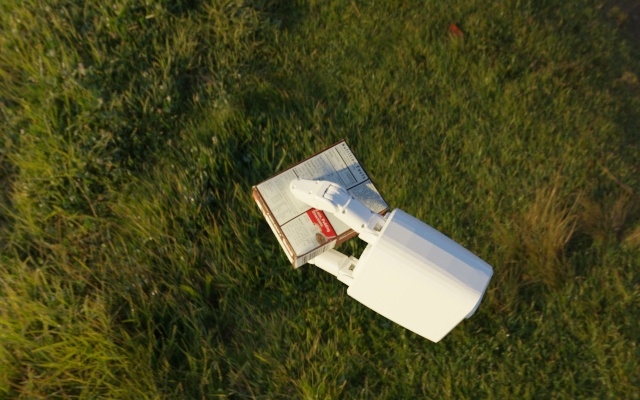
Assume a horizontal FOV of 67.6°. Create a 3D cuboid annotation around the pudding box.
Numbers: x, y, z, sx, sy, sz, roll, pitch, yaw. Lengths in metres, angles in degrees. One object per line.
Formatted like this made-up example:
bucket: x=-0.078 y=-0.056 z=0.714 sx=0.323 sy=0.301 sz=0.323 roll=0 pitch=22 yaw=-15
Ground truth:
pudding box: x=0.000 y=0.002 z=0.490 sx=0.113 sy=0.090 sz=0.039 roll=-28 pitch=-16 yaw=-15
